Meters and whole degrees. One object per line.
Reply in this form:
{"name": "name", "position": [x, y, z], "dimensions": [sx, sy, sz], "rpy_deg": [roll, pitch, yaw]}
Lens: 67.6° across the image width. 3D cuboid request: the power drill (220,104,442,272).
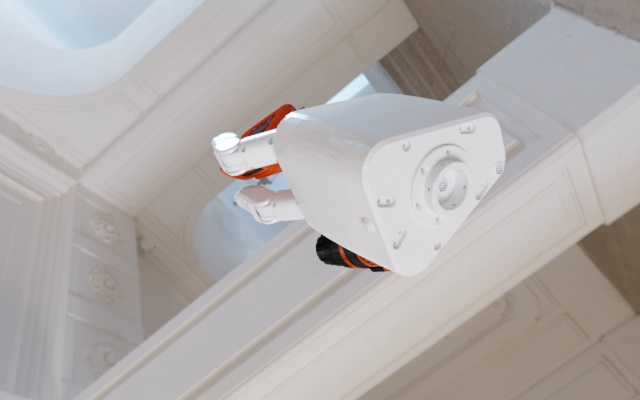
{"name": "power drill", "position": [0.000, 0.001, 0.458], "dimensions": [0.188, 0.057, 0.184], "rpy_deg": [37, -27, -20]}
